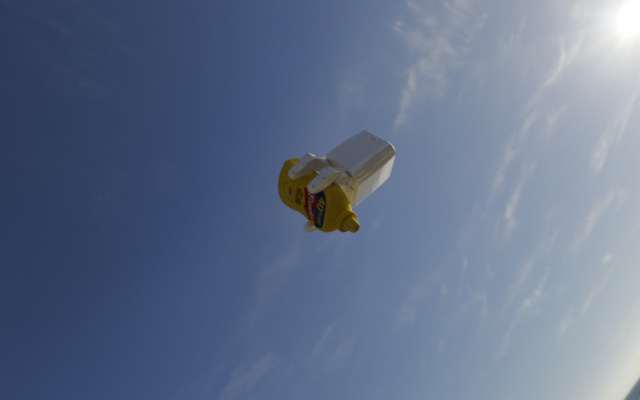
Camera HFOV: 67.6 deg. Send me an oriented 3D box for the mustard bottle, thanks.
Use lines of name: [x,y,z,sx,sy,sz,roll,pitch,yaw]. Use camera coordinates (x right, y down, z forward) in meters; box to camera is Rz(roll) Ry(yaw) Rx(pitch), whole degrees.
mustard bottle: [0.000,0.003,0.864,0.058,0.096,0.191,-17,40,-38]
